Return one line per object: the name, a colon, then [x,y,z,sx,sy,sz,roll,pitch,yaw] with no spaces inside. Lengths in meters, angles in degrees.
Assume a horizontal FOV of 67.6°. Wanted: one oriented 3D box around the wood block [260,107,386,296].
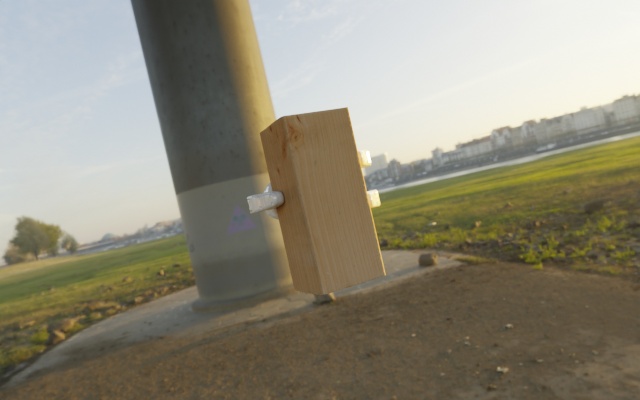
wood block: [0.000,0.002,0.589,0.091,0.206,0.090,-13,0,-25]
